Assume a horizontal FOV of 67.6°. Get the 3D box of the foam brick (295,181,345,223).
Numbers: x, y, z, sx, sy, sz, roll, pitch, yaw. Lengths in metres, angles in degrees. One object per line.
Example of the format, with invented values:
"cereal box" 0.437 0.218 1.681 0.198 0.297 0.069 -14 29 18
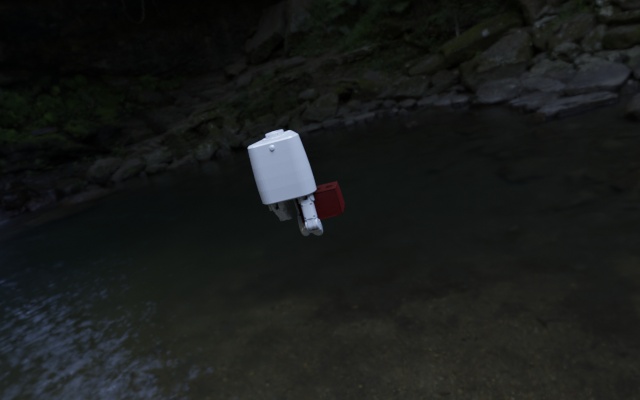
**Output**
"foam brick" 0.000 0.003 0.871 0.078 0.051 0.053 -13 14 10
